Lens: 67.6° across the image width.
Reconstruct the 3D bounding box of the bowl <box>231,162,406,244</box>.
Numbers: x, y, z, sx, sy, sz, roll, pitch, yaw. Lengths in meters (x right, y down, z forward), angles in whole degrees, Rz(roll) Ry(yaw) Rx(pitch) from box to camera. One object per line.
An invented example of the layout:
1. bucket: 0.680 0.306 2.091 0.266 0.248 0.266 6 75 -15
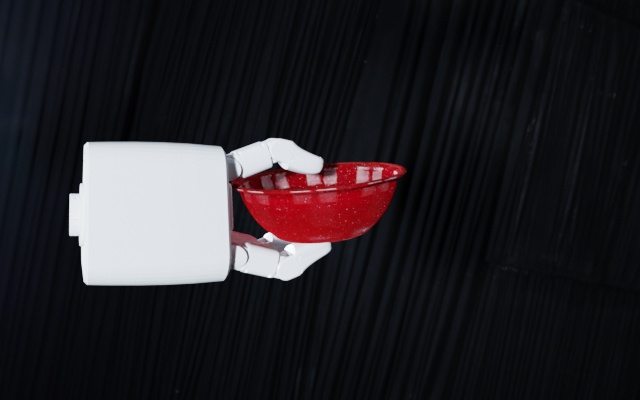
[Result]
1. bowl: 0.001 0.002 0.448 0.162 0.055 0.162 -5 11 1
